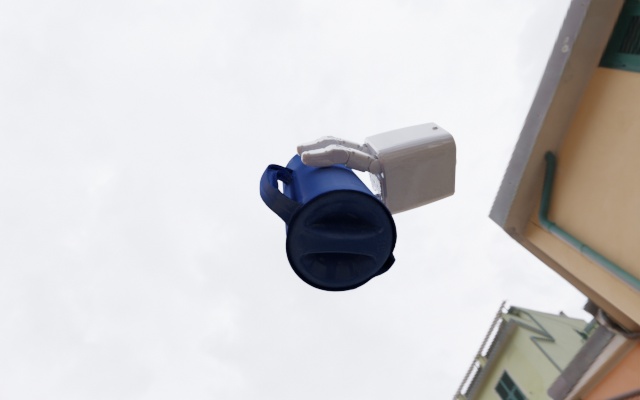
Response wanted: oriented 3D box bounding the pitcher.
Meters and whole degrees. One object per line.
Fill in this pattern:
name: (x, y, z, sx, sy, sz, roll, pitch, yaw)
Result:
pitcher: (0.000, 0.002, 0.656, 0.145, 0.149, 0.242, -15, 23, -3)
